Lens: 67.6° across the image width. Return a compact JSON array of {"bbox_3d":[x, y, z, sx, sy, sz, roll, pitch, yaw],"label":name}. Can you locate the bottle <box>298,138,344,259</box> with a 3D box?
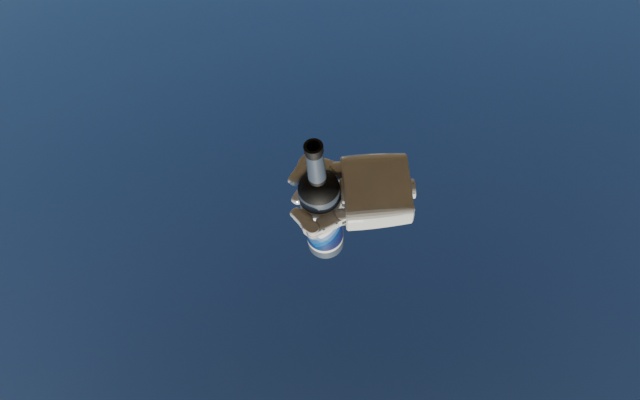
[{"bbox_3d":[0.000,0.003,0.769,0.069,0.069,0.296,0,-31,5],"label":"bottle"}]
